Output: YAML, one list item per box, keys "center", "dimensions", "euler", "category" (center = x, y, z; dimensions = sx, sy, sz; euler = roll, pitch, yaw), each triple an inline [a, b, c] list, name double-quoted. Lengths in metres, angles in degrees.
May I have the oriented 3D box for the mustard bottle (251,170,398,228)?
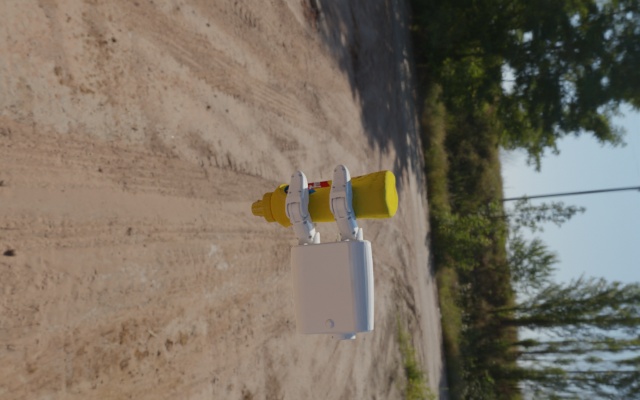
- center: [0.000, 0.002, 0.623]
  dimensions: [0.191, 0.058, 0.096]
  euler: [-7, 12, 17]
  category: "mustard bottle"
